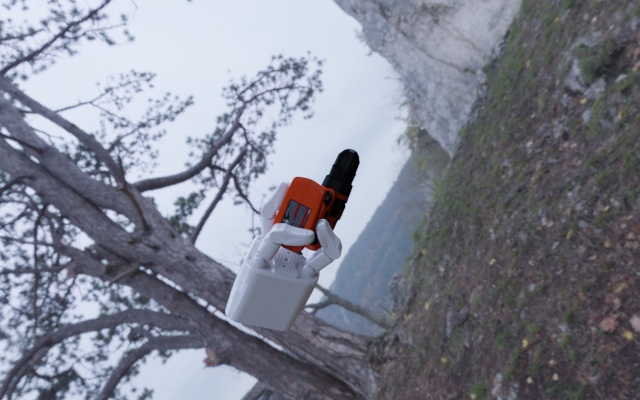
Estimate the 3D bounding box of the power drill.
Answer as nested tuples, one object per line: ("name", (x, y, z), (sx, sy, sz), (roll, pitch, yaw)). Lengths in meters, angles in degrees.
("power drill", (0.000, 0.003, 0.740), (0.057, 0.184, 0.187), (24, 9, 16))
